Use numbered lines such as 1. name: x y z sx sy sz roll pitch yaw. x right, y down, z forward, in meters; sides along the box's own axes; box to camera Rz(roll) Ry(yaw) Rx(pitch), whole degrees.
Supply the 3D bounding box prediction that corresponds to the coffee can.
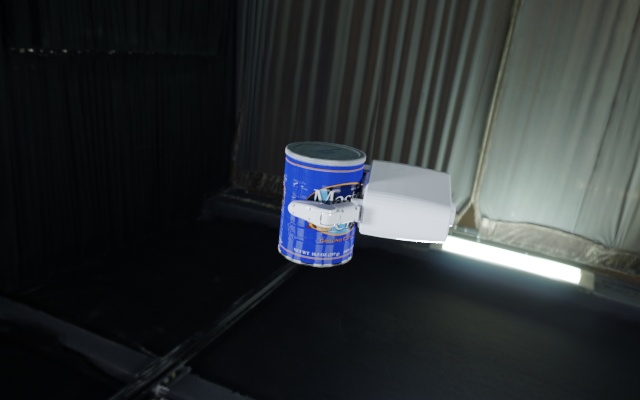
1. coffee can: 0.000 0.002 0.629 0.103 0.140 0.102 6 19 -2
